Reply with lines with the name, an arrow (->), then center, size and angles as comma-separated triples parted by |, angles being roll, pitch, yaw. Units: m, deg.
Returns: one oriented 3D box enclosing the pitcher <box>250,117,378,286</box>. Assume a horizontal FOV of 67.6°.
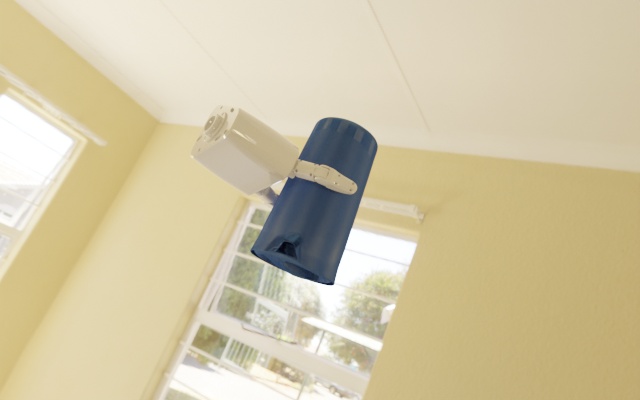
pitcher -> 0.000, 0.002, 0.742 | 0.145, 0.242, 0.149 | 33, -19, -31
